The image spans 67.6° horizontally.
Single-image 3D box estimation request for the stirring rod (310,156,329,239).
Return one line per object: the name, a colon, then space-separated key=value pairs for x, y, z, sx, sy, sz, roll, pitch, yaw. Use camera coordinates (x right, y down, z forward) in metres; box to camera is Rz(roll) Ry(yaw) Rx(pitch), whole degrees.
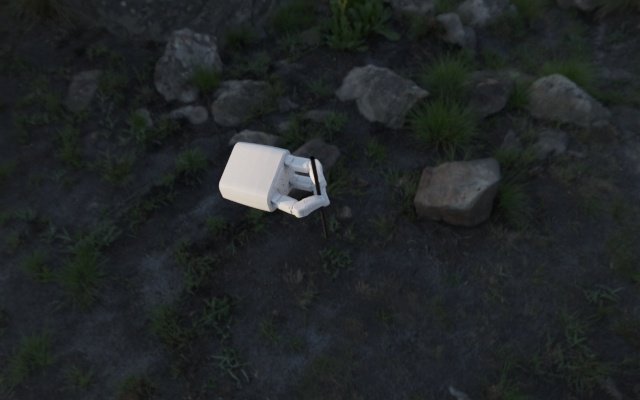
stirring rod: x=0.000 y=0.003 z=0.875 sx=0.011 sy=0.011 sz=0.240 roll=0 pitch=-37 yaw=8
